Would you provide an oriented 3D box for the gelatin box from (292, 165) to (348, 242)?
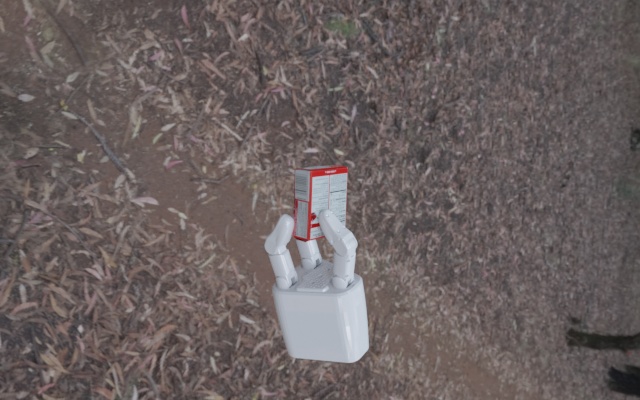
[{"bbox_3d":[0.000,0.002,0.599,0.030,0.089,0.073,11,14,40],"label":"gelatin box"}]
